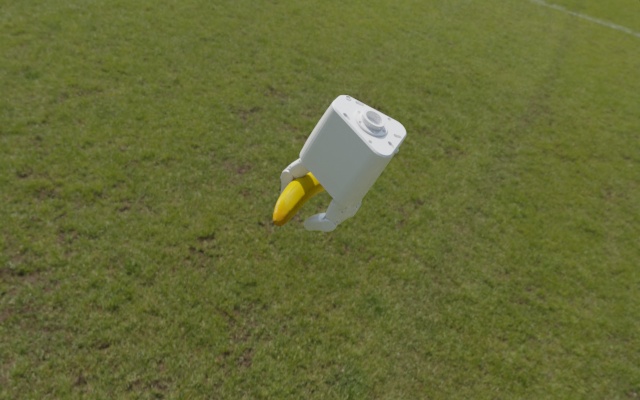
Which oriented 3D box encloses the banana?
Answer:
[{"bbox_3d":[-0.005,-0.015,0.741,0.198,0.069,0.037,-16,-11,-45],"label":"banana"}]
